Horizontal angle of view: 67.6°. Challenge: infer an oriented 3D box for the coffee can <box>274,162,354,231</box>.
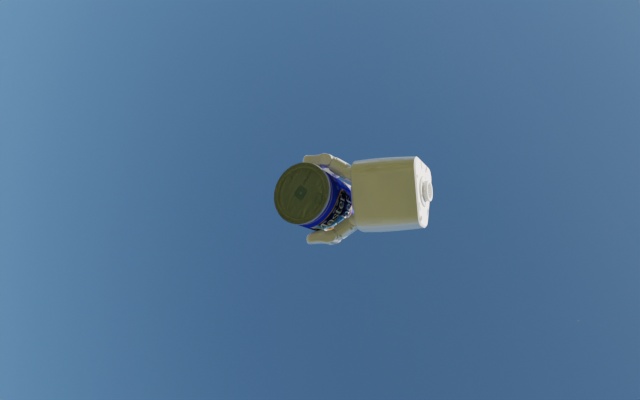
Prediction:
[{"bbox_3d":[0.000,0.003,0.824,0.103,0.102,0.140,0,-12,28],"label":"coffee can"}]
